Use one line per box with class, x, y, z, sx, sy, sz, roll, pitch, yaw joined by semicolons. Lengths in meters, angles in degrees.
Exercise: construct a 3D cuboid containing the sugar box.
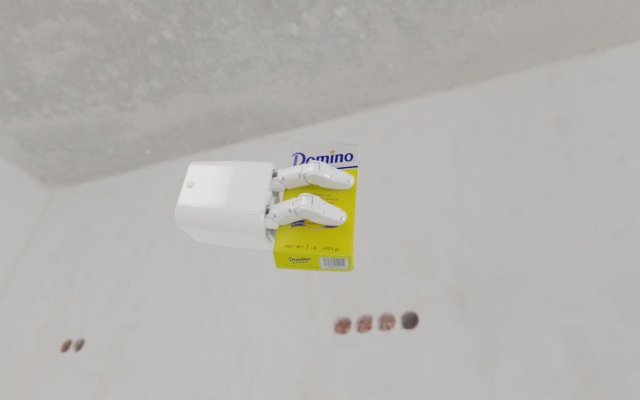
sugar box;0.000;0.002;0.598;0.093;0.176;0.048;2;-35;5
